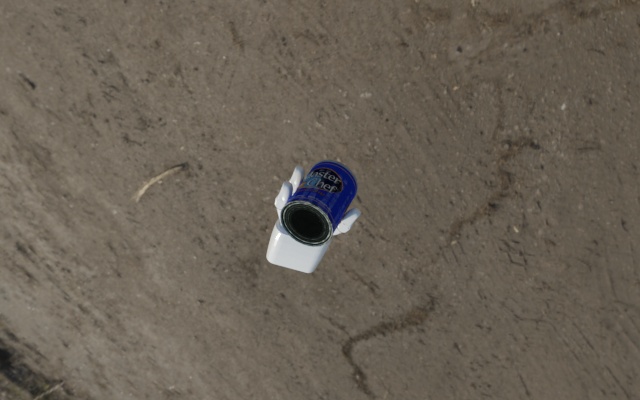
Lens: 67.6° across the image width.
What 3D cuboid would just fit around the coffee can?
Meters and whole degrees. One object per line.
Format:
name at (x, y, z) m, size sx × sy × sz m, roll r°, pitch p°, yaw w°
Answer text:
coffee can at (0.000, 0.003, 0.892) m, size 0.103 × 0.103 × 0.140 m, roll 0°, pitch 35°, yaw 27°
